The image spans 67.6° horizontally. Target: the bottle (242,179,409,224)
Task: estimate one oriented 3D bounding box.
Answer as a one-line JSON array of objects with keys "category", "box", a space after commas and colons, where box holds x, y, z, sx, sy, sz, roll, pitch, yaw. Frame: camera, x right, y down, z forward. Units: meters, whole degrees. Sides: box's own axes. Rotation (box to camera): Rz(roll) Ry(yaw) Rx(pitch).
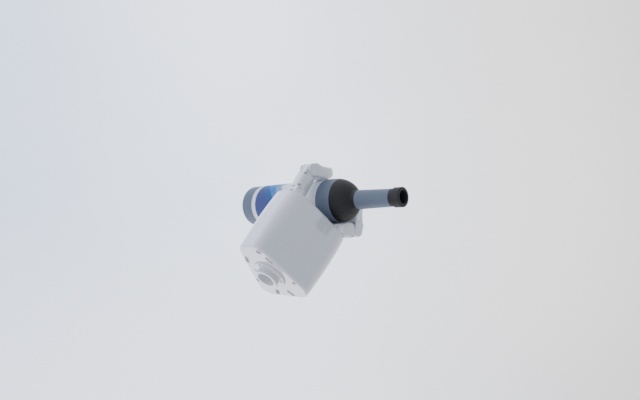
[{"category": "bottle", "box": [0.000, 0.002, 0.730, 0.296, 0.069, 0.069, -4, -2, 42]}]
